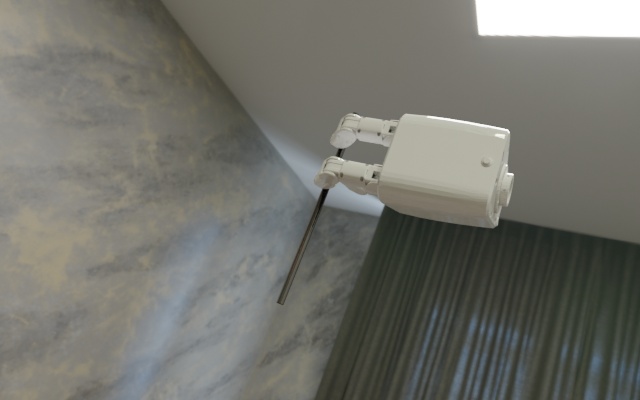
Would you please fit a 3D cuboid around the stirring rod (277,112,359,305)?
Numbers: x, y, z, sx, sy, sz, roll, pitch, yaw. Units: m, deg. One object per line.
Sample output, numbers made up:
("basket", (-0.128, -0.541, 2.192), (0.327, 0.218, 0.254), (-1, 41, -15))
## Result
("stirring rod", (0.000, 0.002, 0.535), (0.011, 0.239, 0.011), (19, -19, 7))
